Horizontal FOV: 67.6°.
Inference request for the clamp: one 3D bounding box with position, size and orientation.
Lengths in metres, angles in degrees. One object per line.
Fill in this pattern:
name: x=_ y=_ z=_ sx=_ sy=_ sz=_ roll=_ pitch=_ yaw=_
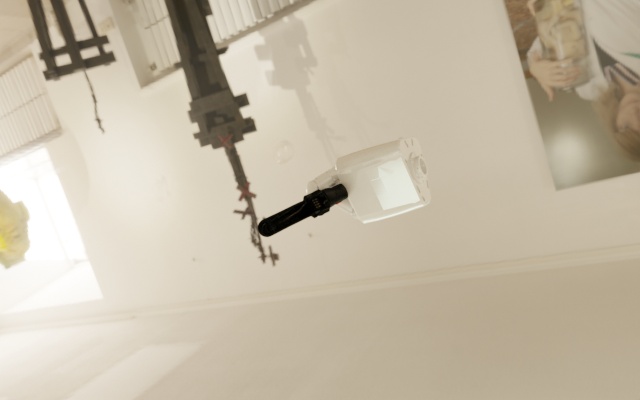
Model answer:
clamp: x=0.000 y=0.003 z=0.671 sx=0.120 sy=0.039 sz=0.171 roll=-19 pitch=5 yaw=32
